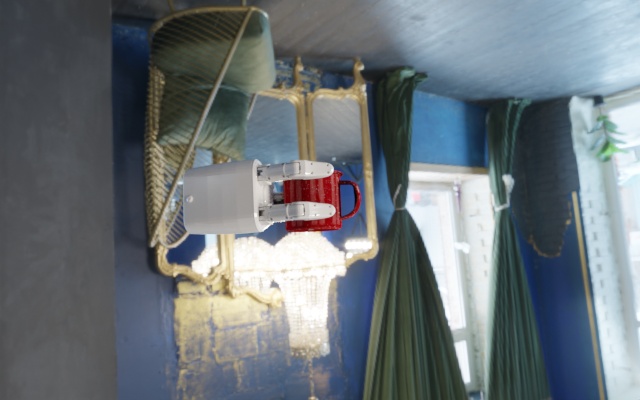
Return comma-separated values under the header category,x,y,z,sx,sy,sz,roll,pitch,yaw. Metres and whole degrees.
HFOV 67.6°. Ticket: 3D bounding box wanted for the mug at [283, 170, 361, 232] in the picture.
category,x,y,z,sx,sy,sz,roll,pitch,yaw
mug,0.002,0.002,0.684,0.117,0.081,0.093,-4,-7,12
